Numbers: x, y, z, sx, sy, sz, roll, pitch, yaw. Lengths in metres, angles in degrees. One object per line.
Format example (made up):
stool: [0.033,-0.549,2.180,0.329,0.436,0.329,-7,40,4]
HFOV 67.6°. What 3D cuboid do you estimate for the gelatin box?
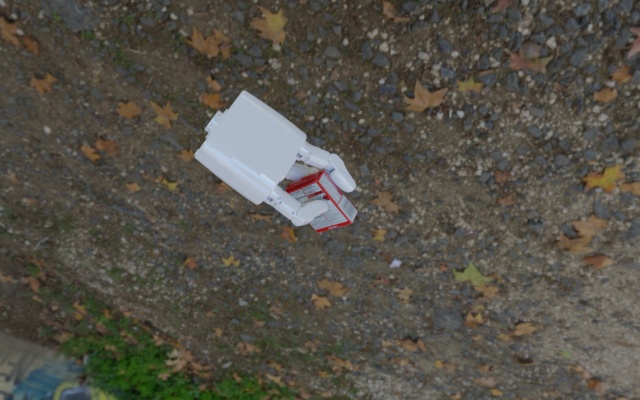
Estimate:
gelatin box: [0.000,0.003,0.704,0.073,0.089,0.030,-19,30,42]
